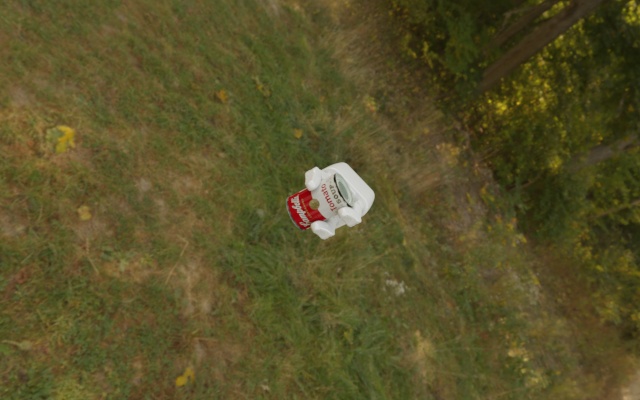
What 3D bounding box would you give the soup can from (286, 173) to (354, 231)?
[{"bbox_3d":[0.000,0.003,0.840,0.102,0.068,0.068,-26,-9,19],"label":"soup can"}]
